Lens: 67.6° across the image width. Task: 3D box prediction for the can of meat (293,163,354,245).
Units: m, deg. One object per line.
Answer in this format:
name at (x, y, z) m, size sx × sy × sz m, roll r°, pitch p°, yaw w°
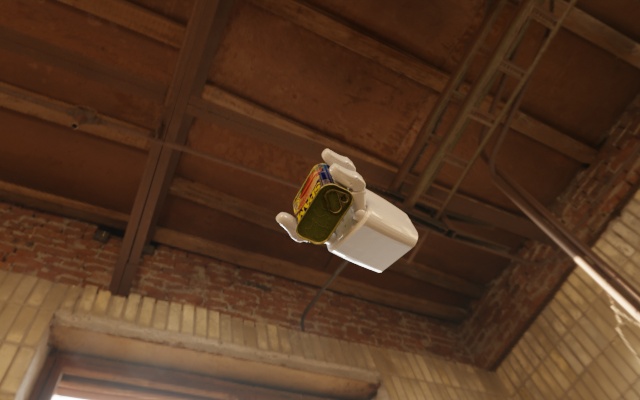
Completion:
can of meat at (0.000, 0.002, 0.744) m, size 0.057 × 0.102 × 0.084 m, roll 24°, pitch 22°, yaw -21°
